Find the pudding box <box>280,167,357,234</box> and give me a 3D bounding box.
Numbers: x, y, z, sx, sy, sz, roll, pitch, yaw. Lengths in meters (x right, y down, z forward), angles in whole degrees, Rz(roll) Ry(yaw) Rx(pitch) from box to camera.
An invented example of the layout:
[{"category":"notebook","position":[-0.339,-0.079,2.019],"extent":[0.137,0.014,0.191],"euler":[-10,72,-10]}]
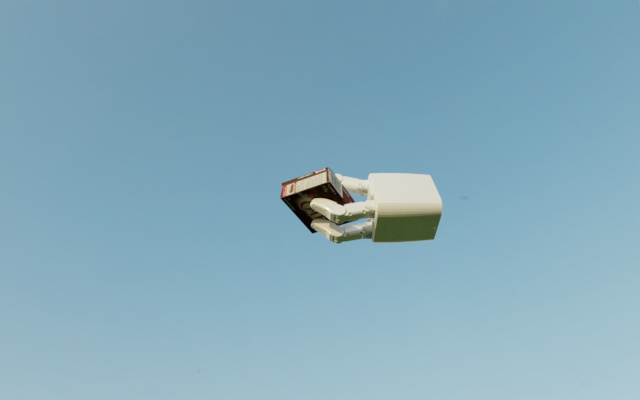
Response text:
[{"category":"pudding box","position":[0.000,0.002,0.789],"extent":[0.090,0.039,0.114],"euler":[-19,-45,21]}]
